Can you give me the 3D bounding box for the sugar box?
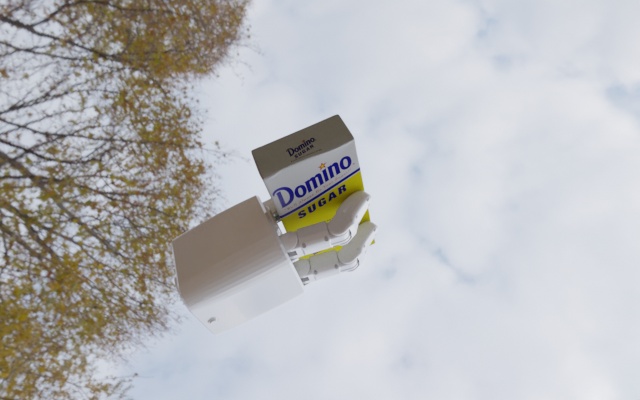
[{"bbox_3d":[0.000,0.002,0.500,0.093,0.048,0.176,-24,-37,-4],"label":"sugar box"}]
